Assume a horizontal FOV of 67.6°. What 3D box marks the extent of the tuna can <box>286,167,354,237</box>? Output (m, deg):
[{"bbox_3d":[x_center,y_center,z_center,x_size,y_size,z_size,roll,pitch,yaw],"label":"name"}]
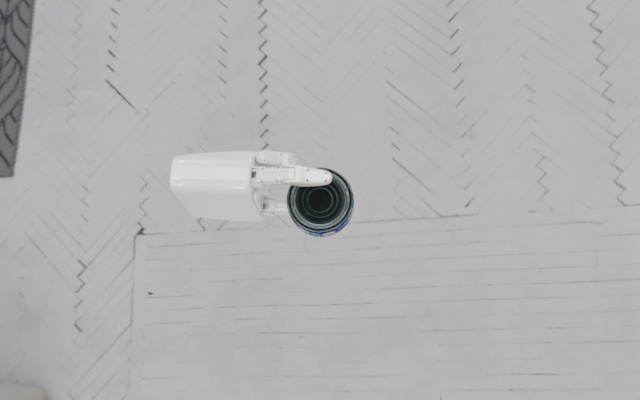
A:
[{"bbox_3d":[0.000,0.002,0.608,0.086,0.086,0.034,0,-11,3],"label":"tuna can"}]
